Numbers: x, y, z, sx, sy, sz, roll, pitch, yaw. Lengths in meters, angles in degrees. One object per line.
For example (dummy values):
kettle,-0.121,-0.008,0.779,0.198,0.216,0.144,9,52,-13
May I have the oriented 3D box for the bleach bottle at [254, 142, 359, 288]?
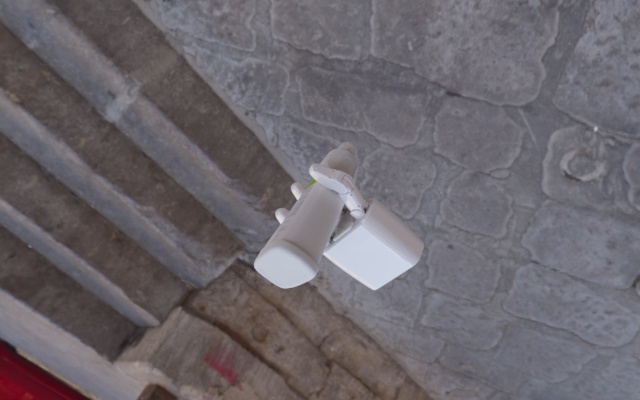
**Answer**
bleach bottle,0.000,0.002,0.683,0.068,0.250,0.102,39,-36,-12
